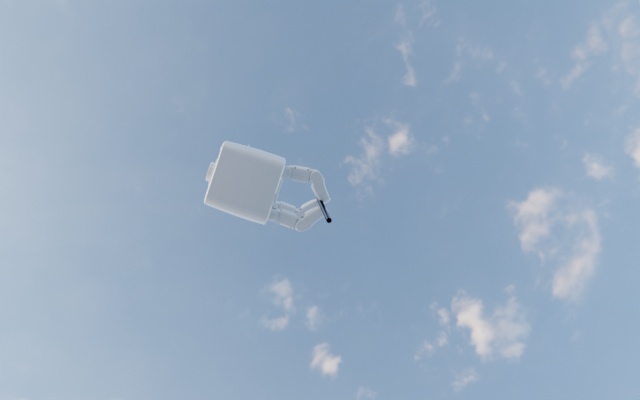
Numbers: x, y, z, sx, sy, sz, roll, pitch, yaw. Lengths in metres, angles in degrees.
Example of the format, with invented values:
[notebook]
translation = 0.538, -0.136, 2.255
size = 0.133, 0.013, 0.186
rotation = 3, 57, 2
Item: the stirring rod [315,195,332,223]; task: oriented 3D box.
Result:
[stirring rod]
translation = 0.000, 0.003, 0.808
size = 0.011, 0.011, 0.239
rotation = 0, 13, -6
